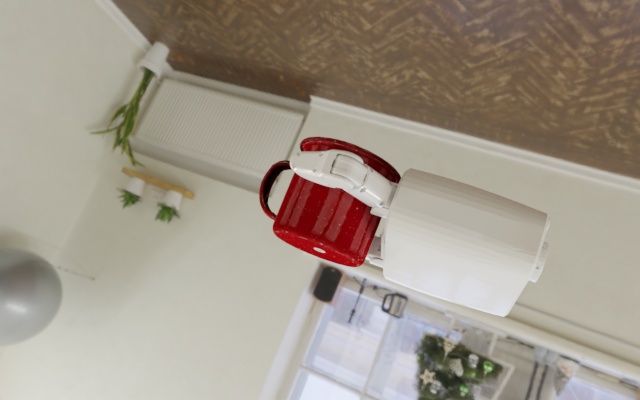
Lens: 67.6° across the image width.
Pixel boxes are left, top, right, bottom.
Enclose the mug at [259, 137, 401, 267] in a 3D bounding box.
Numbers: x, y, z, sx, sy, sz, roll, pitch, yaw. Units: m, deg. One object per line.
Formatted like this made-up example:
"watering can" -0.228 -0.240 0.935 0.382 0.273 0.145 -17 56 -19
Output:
"mug" -0.001 0.001 0.405 0.117 0.081 0.093 17 -14 19
